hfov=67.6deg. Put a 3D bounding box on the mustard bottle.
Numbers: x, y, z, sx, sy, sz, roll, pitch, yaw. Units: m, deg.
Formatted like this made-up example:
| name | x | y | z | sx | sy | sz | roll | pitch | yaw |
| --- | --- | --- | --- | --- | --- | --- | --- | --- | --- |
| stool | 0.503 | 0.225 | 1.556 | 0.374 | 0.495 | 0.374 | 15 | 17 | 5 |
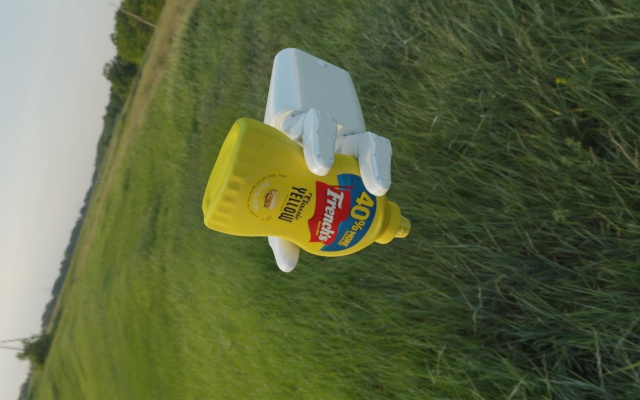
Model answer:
| name | x | y | z | sx | sy | sz | roll | pitch | yaw |
| --- | --- | --- | --- | --- | --- | --- | --- | --- | --- |
| mustard bottle | 0.000 | 0.002 | 0.428 | 0.192 | 0.096 | 0.058 | 17 | 20 | -25 |
